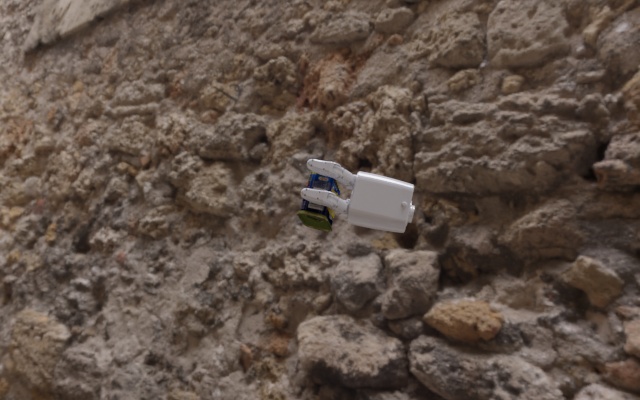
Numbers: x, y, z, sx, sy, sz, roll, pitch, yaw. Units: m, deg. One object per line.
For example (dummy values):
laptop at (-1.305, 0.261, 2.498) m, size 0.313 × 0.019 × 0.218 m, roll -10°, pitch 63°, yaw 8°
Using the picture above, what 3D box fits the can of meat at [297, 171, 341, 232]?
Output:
can of meat at (0.000, 0.003, 0.890) m, size 0.057 × 0.084 × 0.102 m, roll 12°, pitch -16°, yaw 12°
